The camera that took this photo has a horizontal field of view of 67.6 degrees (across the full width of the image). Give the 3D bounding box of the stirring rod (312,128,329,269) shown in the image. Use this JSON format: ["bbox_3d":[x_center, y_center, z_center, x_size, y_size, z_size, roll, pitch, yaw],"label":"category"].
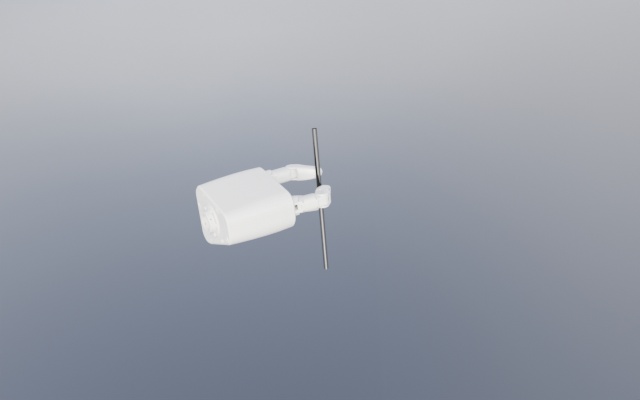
[{"bbox_3d":[0.000,0.003,0.772,0.011,0.240,0.011,-4,20,2],"label":"stirring rod"}]
